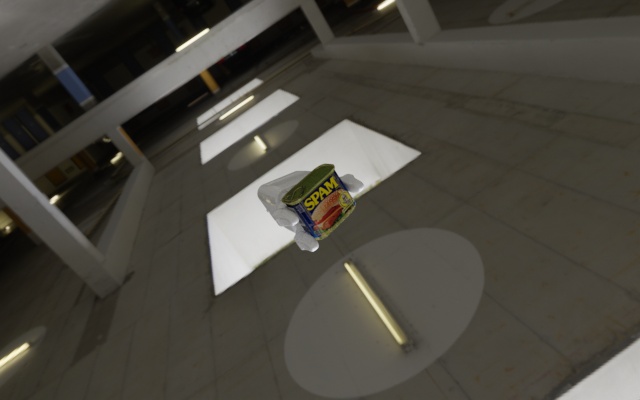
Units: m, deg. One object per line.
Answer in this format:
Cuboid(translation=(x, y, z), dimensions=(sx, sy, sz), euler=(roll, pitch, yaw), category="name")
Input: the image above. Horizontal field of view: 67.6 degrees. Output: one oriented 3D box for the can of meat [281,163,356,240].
Cuboid(translation=(0.000, 0.003, 0.793), dimensions=(0.102, 0.084, 0.057), euler=(-42, 25, -19), category="can of meat")
